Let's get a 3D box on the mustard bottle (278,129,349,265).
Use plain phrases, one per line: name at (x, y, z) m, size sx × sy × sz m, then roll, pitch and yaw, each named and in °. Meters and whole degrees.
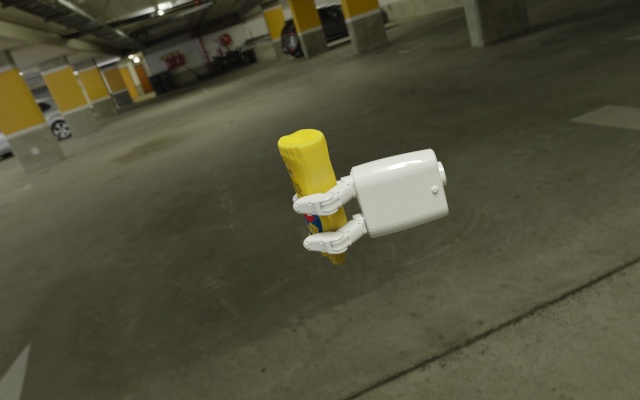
mustard bottle at (0.000, 0.002, 0.653) m, size 0.058 × 0.192 × 0.096 m, roll -24°, pitch 21°, yaw -15°
